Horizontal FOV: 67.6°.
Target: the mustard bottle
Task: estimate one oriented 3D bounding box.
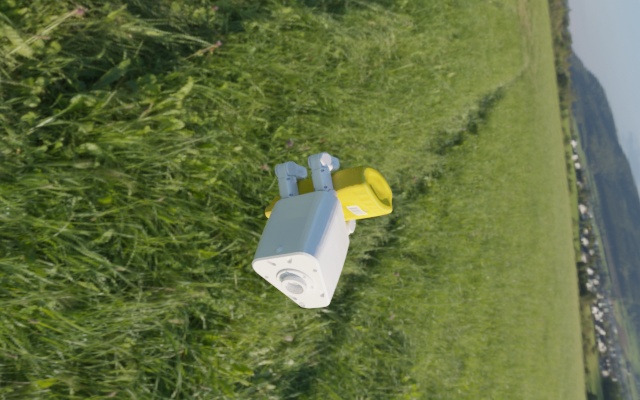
[{"bbox_3d":[0.000,0.002,0.695,0.191,0.058,0.096,-12,-28,29],"label":"mustard bottle"}]
